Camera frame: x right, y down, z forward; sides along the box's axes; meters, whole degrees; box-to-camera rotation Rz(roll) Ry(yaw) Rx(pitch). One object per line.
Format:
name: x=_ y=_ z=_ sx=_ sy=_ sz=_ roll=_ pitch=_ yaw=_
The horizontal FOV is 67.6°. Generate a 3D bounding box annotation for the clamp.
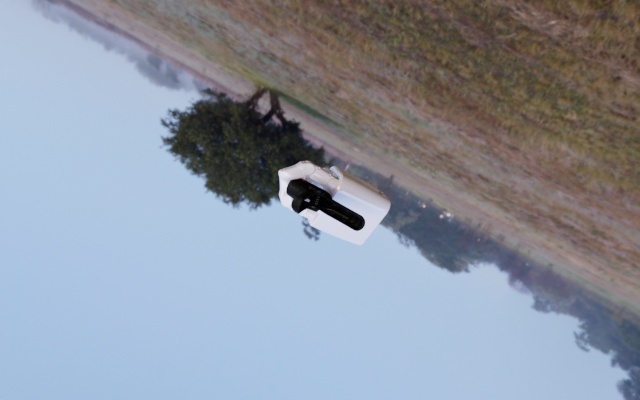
clamp: x=0.000 y=0.003 z=0.762 sx=0.120 sy=0.039 sz=0.171 roll=25 pitch=11 yaw=-17
